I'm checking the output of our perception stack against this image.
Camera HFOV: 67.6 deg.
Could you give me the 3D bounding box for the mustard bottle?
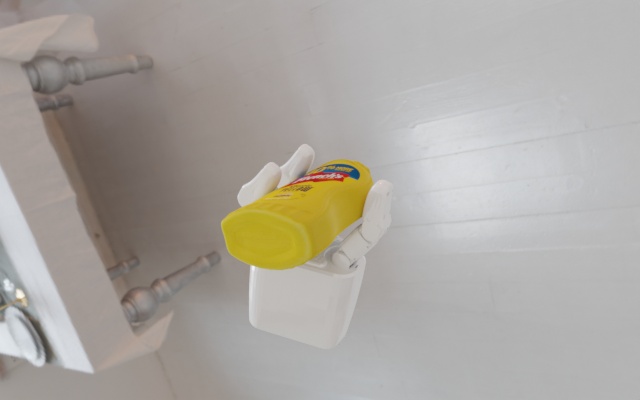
[{"bbox_3d":[0.000,0.001,0.470,0.096,0.058,0.191,-2,19,34],"label":"mustard bottle"}]
